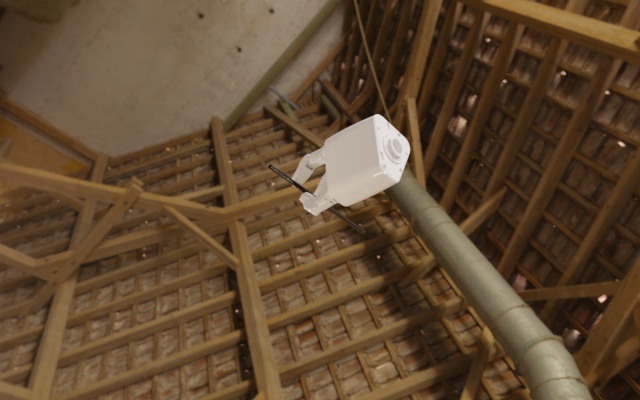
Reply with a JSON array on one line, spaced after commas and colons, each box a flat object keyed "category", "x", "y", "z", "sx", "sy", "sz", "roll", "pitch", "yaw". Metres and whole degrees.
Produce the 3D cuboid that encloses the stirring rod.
[{"category": "stirring rod", "x": 0.000, "y": 0.003, "z": 0.847, "sx": 0.240, "sy": 0.011, "sz": 0.011, "roll": 35, "pitch": -21, "yaw": -32}]
